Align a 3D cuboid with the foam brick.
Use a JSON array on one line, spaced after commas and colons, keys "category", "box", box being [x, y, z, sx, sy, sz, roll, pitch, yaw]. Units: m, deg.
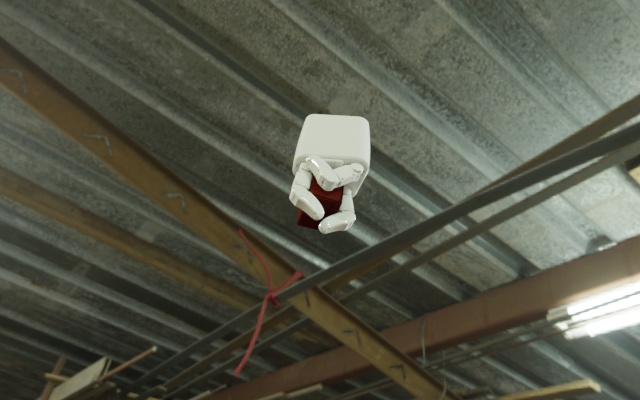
[{"category": "foam brick", "box": [0.000, 0.003, 0.736, 0.053, 0.051, 0.078, 15, -42, -9]}]
